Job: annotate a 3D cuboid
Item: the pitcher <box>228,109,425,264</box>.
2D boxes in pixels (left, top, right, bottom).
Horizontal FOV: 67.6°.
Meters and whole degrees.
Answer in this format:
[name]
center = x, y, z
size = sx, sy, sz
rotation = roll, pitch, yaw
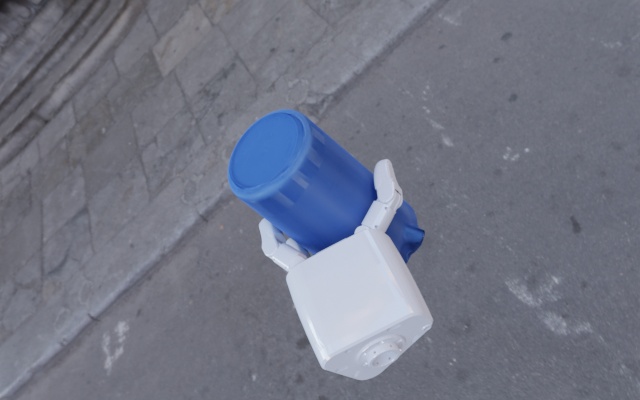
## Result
[pitcher]
center = 0.000, 0.002, 0.570
size = 0.149, 0.145, 0.243
rotation = -38, -43, 13
